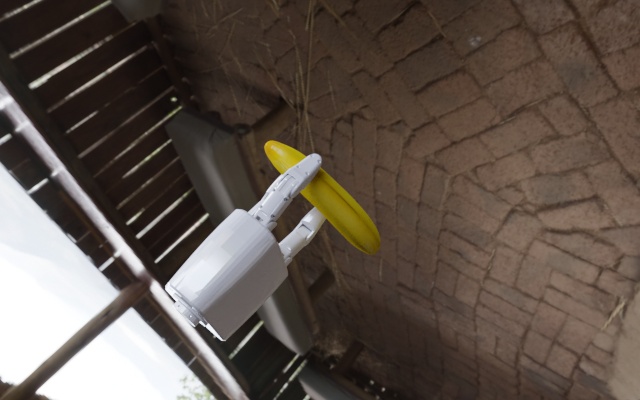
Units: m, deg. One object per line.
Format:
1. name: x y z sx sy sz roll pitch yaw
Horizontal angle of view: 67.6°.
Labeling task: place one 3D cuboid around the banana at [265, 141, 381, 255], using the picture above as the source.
1. banana: 0.010 0.003 0.560 0.037 0.198 0.069 -48 15 -19
